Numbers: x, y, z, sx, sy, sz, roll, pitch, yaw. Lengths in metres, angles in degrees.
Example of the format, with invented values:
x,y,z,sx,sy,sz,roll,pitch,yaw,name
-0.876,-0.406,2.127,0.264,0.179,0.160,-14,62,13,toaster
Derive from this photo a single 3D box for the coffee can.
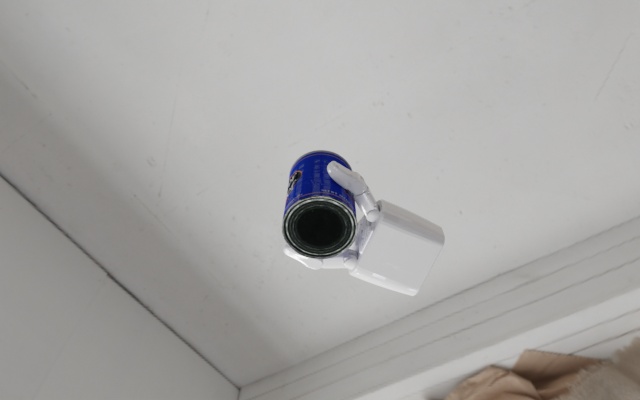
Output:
x,y,z,sx,sy,sz,roll,pitch,yaw,name
0.000,0.002,0.694,0.103,0.103,0.140,0,31,1,coffee can
